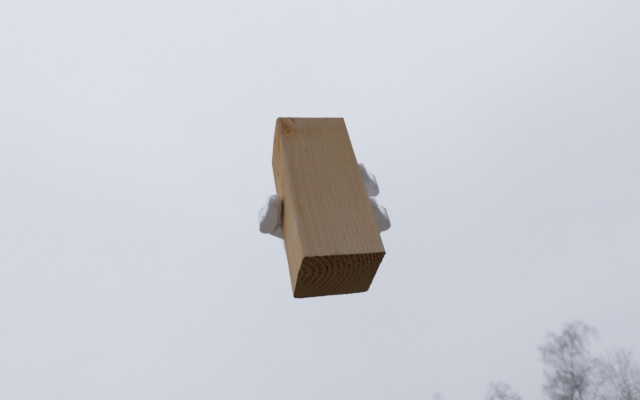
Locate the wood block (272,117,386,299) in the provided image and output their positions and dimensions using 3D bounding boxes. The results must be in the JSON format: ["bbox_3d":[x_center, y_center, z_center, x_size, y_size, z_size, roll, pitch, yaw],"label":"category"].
[{"bbox_3d":[0.000,0.002,0.574,0.091,0.206,0.090,-3,-38,-14],"label":"wood block"}]
